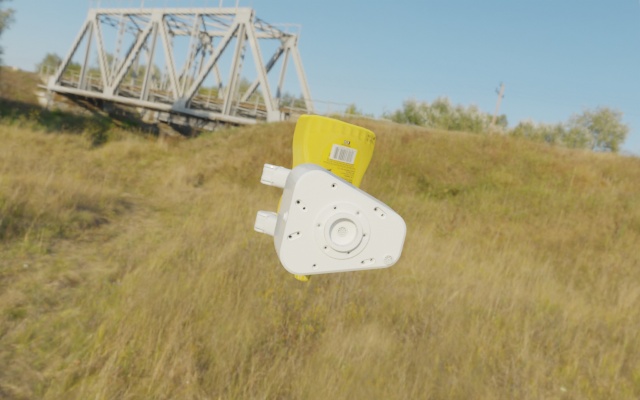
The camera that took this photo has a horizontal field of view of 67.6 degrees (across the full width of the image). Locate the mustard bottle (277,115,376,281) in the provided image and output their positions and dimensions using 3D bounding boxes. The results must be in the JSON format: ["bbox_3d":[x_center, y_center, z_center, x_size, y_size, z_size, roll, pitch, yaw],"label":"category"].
[{"bbox_3d":[0.000,0.002,0.566,0.096,0.191,0.058,11,5,-32],"label":"mustard bottle"}]
